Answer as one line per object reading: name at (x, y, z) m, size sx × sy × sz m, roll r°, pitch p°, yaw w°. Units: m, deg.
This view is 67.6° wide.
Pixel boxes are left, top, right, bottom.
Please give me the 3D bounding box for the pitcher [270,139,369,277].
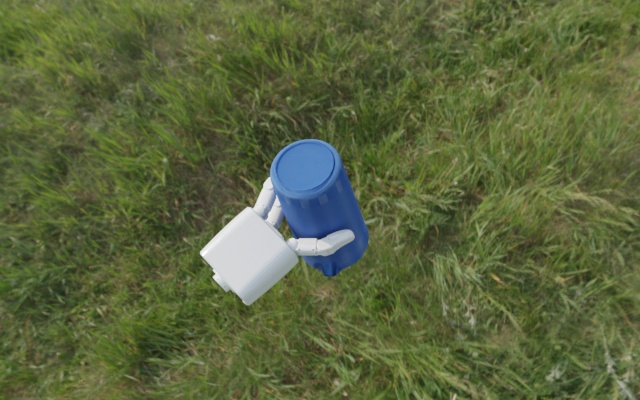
pitcher at (0.000, 0.003, 0.794) m, size 0.149 × 0.145 × 0.243 m, roll 41°, pitch -15°, yaw 30°
